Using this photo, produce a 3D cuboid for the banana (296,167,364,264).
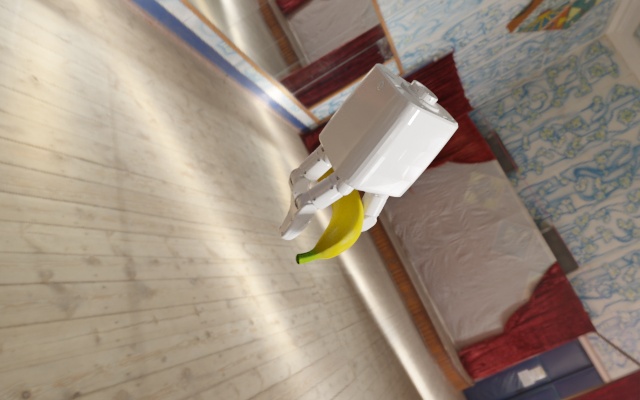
[{"bbox_3d":[0.018,0.007,0.575,0.069,0.037,0.197,11,33,-1],"label":"banana"}]
